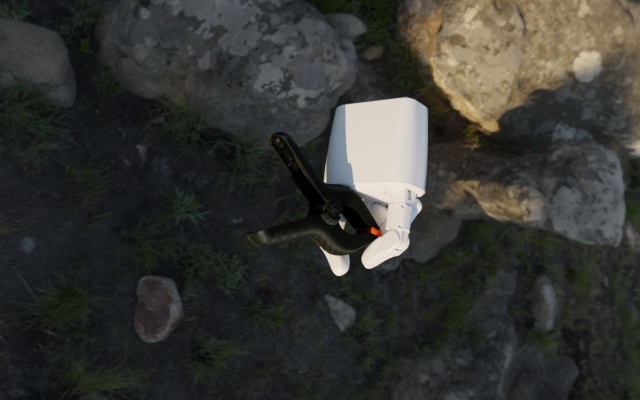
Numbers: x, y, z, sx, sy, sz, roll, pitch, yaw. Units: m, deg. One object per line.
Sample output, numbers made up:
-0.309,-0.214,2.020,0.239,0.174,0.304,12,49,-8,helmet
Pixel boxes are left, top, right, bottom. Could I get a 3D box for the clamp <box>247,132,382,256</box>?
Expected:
0.001,0.002,0.510,0.171,0.120,0.039,18,-16,-41,clamp
